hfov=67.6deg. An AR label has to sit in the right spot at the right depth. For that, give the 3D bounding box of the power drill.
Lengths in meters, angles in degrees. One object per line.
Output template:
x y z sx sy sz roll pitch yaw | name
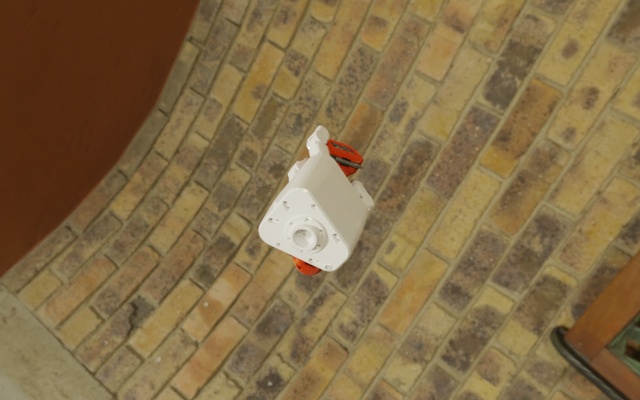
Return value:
0.000 0.002 0.734 0.057 0.188 0.184 16 13 -13 | power drill
